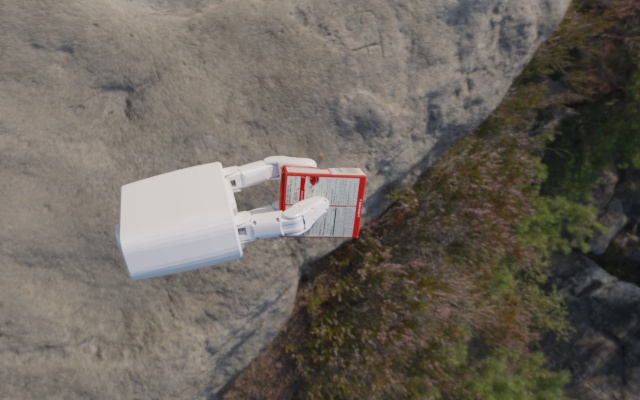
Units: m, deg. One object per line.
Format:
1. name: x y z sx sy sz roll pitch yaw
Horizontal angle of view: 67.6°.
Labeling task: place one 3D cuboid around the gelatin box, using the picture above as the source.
1. gelatin box: 0.000 0.002 0.513 0.089 0.073 0.030 1 22 -11
